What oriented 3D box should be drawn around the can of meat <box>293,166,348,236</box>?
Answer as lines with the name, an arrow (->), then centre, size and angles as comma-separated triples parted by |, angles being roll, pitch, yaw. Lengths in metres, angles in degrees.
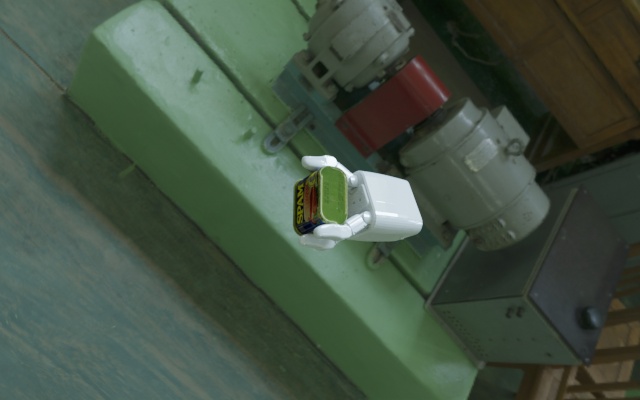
can of meat -> 0.000, 0.002, 0.773 | 0.057, 0.102, 0.084 | 11, -22, -29
